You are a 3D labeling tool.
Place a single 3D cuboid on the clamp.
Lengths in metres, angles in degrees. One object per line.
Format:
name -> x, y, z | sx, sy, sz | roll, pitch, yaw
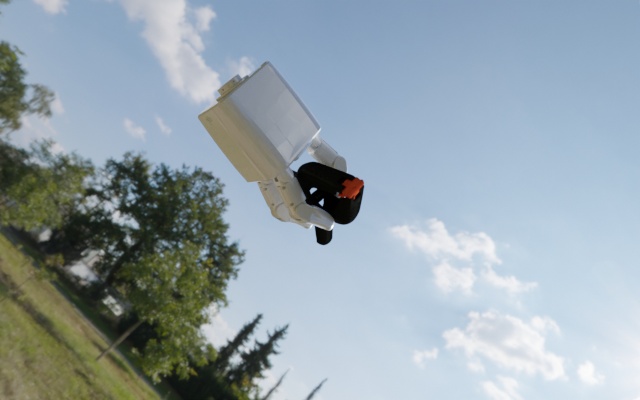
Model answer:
clamp -> 0.001, 0.001, 0.628 | 0.036, 0.164, 0.210 | -47, 21, -21
